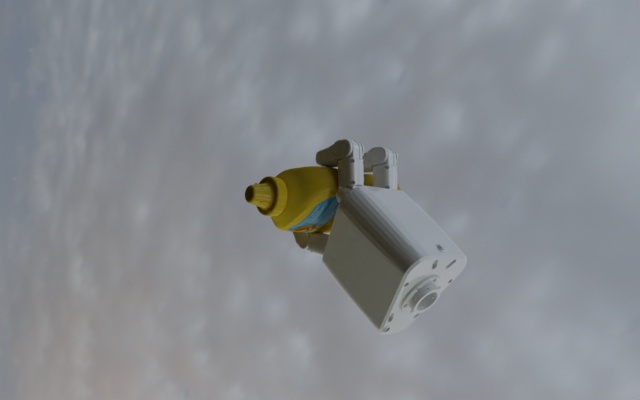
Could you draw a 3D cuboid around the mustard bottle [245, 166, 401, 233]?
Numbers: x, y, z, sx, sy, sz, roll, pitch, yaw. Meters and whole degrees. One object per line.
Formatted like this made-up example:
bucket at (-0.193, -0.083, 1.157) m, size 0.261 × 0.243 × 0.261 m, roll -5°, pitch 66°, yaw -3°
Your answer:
mustard bottle at (0.000, 0.002, 0.536) m, size 0.191 × 0.058 × 0.096 m, roll 6°, pitch -33°, yaw -42°
